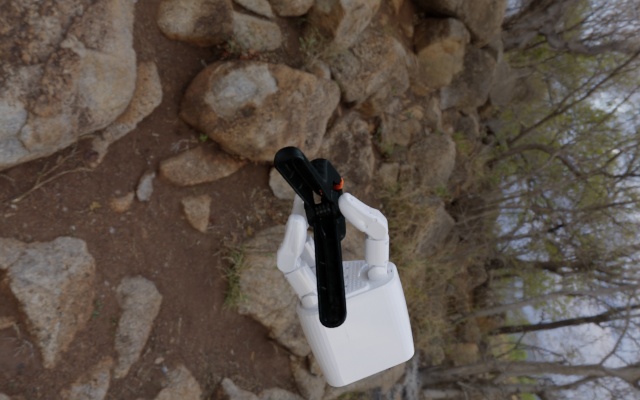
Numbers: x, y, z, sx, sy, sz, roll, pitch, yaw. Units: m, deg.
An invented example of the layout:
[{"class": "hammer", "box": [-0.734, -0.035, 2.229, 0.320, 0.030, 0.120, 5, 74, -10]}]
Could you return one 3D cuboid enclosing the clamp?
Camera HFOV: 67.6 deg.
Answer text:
[{"class": "clamp", "box": [0.001, 0.001, 0.482, 0.036, 0.165, 0.210, -12, 22, 10]}]
